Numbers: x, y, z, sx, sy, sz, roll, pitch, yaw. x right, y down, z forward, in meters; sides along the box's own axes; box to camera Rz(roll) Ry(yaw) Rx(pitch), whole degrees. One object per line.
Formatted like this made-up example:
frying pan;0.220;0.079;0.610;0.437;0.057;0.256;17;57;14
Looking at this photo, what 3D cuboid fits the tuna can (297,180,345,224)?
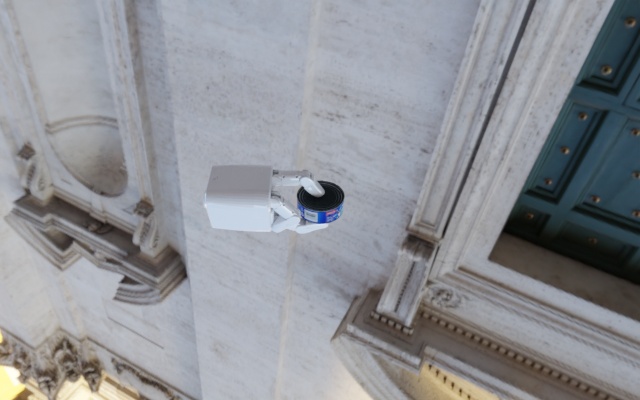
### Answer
tuna can;0.000;0.003;0.861;0.086;0.034;0.086;1;41;0
